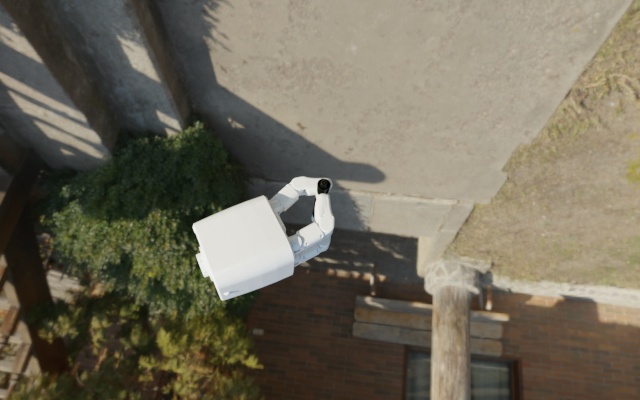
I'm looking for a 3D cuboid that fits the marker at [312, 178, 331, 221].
[{"bbox_3d":[0.000,0.002,0.698,0.020,0.020,0.121,0,-26,-5],"label":"marker"}]
